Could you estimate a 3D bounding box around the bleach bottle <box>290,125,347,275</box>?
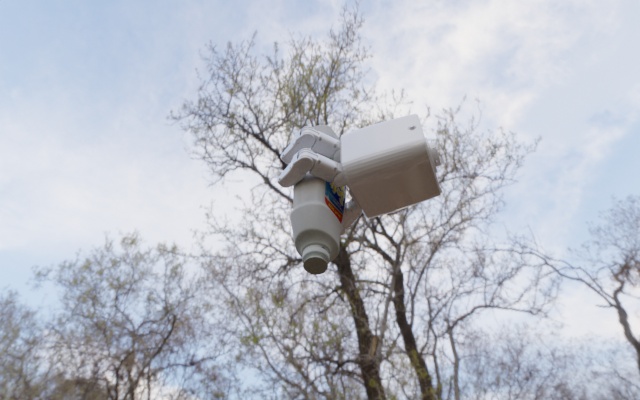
[{"bbox_3d":[0.000,0.002,0.634,0.068,0.103,0.250,-17,36,14],"label":"bleach bottle"}]
